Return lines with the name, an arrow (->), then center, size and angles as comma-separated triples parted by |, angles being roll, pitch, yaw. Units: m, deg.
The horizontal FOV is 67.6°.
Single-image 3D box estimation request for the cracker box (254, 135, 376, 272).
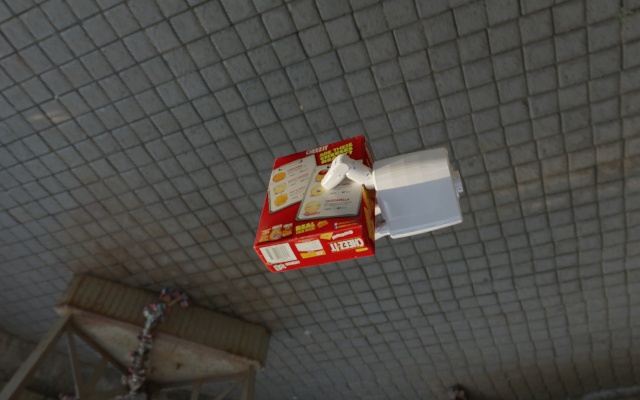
cracker box -> 0.000, 0.002, 0.747 | 0.164, 0.072, 0.213 | -13, 39, 17
